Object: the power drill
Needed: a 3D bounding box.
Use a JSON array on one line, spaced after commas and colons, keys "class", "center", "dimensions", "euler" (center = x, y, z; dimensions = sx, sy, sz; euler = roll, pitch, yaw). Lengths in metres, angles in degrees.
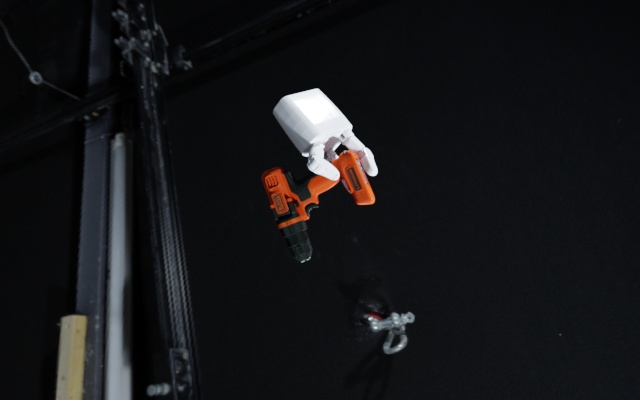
[{"class": "power drill", "center": [0.000, 0.002, 0.878], "dimensions": [0.187, 0.184, 0.057], "euler": [-22, 1, 12]}]
